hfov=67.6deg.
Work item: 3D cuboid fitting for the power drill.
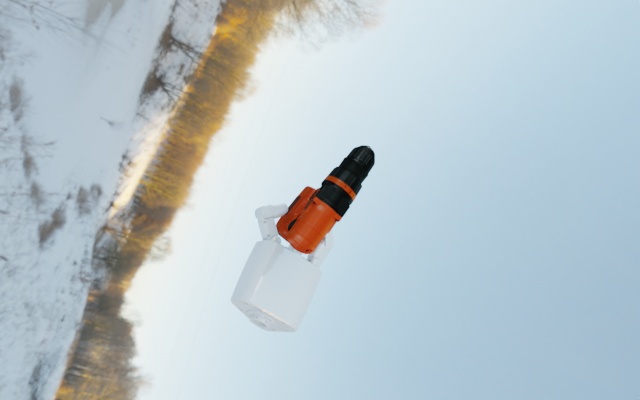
[{"bbox_3d":[0.000,0.003,0.744,0.057,0.184,0.188,40,-15,-6],"label":"power drill"}]
